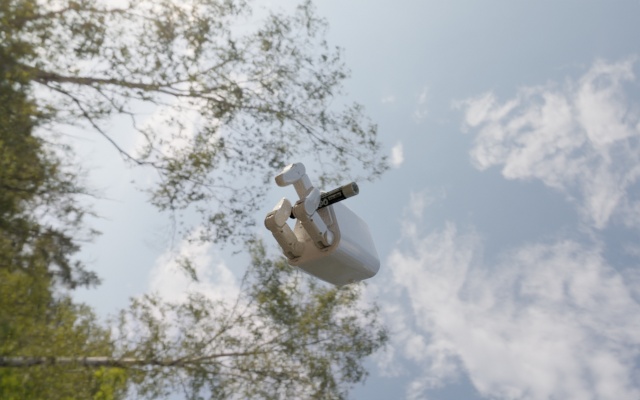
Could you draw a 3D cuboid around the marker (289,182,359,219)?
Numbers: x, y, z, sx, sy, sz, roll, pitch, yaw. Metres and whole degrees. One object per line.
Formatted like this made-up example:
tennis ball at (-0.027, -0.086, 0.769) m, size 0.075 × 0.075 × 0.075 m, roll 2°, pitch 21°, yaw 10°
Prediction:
marker at (0.000, 0.002, 0.664) m, size 0.121 × 0.020 × 0.020 m, roll -22°, pitch -13°, yaw 34°
